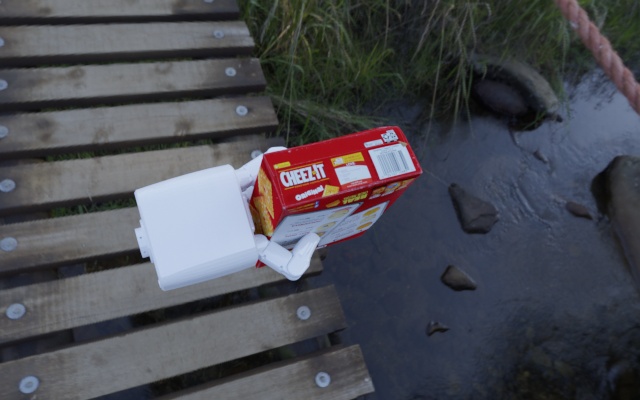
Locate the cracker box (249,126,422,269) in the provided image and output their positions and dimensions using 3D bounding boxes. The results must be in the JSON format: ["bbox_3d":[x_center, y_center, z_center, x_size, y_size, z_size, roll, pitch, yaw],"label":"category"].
[{"bbox_3d":[0.000,0.002,0.582,0.164,0.072,0.214,-15,-18,-21],"label":"cracker box"}]
